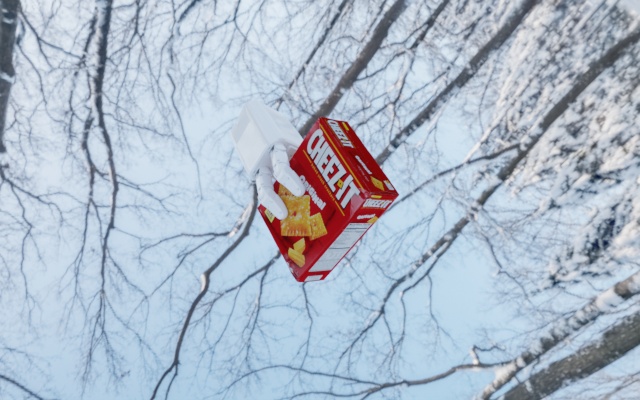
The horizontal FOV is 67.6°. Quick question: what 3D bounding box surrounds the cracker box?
[{"bbox_3d":[0.000,0.003,0.759,0.072,0.164,0.214,1,-43,-43],"label":"cracker box"}]
